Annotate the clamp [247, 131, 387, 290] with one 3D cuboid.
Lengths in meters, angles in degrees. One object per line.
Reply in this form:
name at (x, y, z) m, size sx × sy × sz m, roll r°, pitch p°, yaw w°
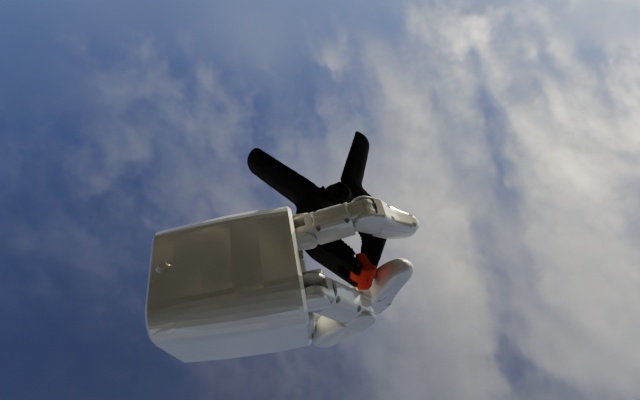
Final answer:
clamp at (0.000, 0.002, 0.420) m, size 0.120 × 0.171 × 0.039 m, roll -9°, pitch -44°, yaw -4°
